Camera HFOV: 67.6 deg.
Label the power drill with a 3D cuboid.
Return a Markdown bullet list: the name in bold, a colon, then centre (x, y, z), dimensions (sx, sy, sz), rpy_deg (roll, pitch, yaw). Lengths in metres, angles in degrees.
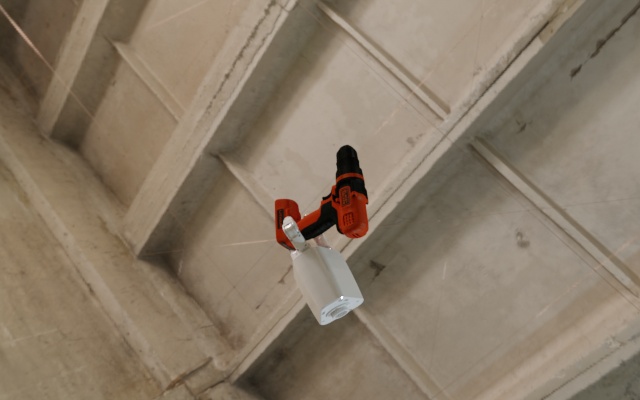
- **power drill**: centre (0.000, 0.003, 0.884), dimensions (0.188, 0.184, 0.057), rpy_deg (-25, -36, 31)
